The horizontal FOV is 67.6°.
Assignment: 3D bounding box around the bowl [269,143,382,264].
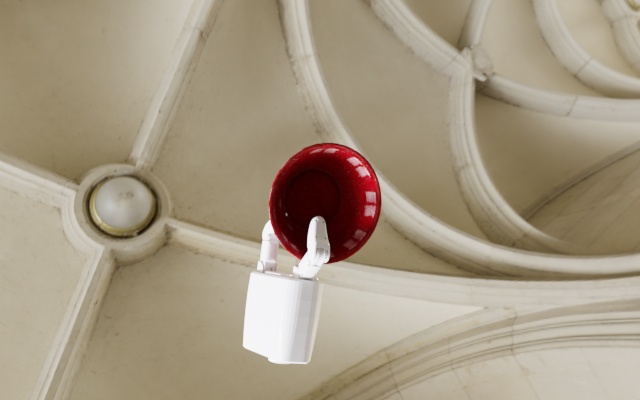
[{"bbox_3d":[0.000,0.001,0.649,0.162,0.162,0.055,0,7,-23],"label":"bowl"}]
